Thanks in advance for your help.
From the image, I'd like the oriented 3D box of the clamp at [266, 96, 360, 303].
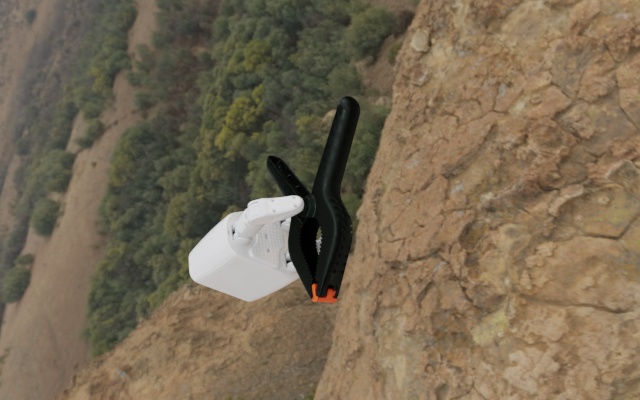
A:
[{"bbox_3d":[-0.001,0.002,0.516,0.036,0.210,0.165,10,-33,-35],"label":"clamp"}]
